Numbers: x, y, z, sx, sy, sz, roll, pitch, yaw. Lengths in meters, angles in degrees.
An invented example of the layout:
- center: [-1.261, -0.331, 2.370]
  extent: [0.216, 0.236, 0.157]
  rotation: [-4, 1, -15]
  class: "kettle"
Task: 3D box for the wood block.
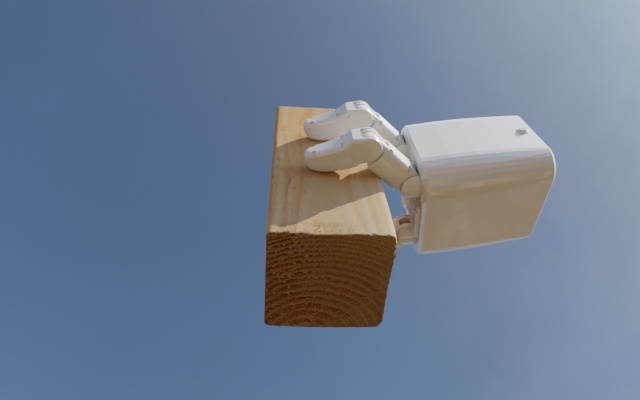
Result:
- center: [0.000, 0.002, 0.418]
  extent: [0.090, 0.091, 0.206]
  rotation: [2, 33, -4]
  class: "wood block"
